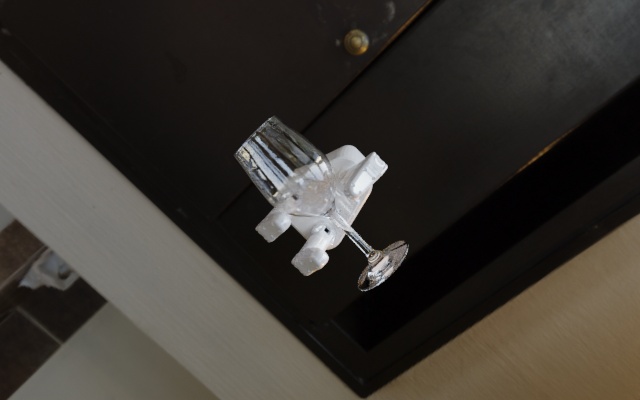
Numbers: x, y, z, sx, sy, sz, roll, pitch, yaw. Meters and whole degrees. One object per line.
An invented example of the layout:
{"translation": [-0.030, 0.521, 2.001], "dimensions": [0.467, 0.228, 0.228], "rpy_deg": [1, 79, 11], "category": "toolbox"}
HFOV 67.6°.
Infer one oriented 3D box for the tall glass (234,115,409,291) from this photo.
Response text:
{"translation": [0.001, 0.002, 0.513], "dimensions": [0.079, 0.201, 0.079], "rpy_deg": [-43, 8, 8], "category": "tall glass"}
